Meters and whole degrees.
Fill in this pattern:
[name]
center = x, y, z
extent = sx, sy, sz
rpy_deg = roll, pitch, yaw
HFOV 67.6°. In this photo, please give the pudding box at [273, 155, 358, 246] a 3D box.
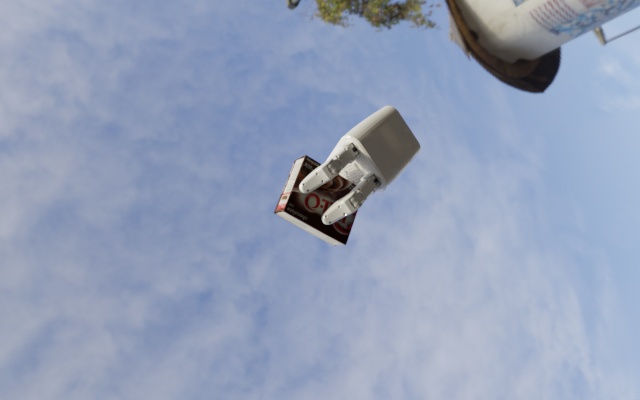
[pudding box]
center = 0.000, 0.002, 0.684
extent = 0.113, 0.090, 0.039
rpy_deg = 29, -22, -23
